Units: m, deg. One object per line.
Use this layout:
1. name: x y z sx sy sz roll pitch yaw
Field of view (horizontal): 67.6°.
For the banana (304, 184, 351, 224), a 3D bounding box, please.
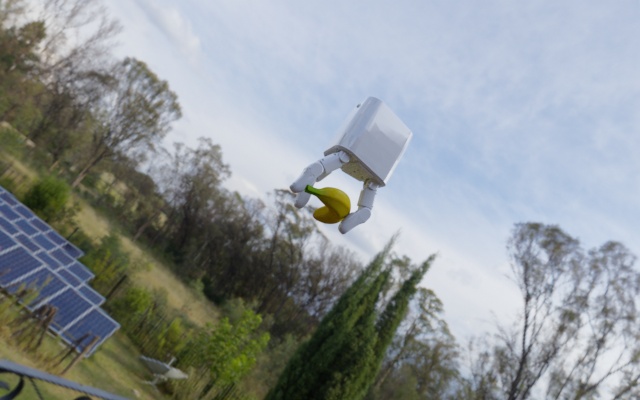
1. banana: 0.017 0.009 0.787 0.069 0.037 0.198 23 -13 9
